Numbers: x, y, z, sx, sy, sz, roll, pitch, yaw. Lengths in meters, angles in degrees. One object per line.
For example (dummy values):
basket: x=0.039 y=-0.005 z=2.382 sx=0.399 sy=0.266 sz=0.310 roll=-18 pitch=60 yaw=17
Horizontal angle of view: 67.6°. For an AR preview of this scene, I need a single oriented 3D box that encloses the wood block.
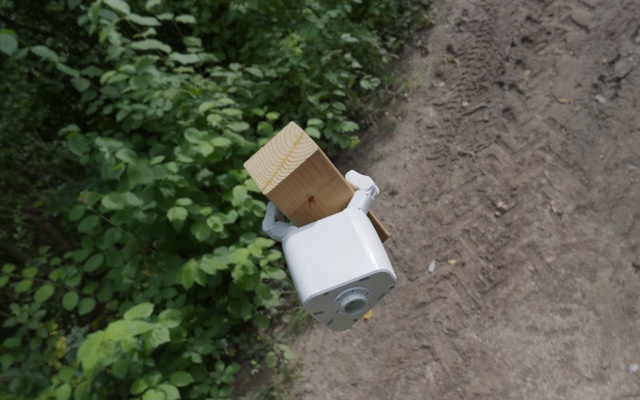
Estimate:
wood block: x=0.000 y=0.002 z=0.672 sx=0.206 sy=0.091 sz=0.090 roll=48 pitch=1 yaw=-41
